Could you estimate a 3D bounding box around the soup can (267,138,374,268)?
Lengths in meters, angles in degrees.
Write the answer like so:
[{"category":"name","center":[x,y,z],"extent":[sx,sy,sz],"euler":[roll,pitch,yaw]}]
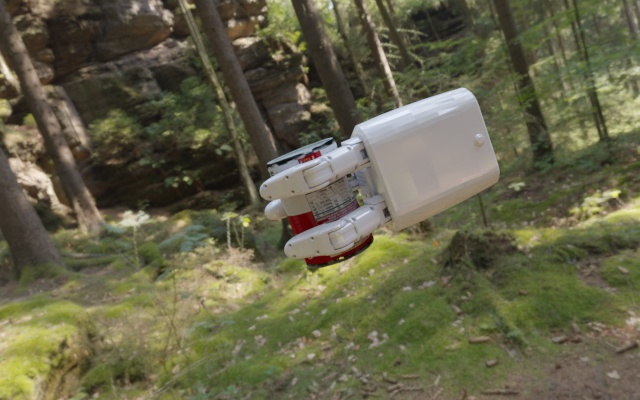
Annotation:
[{"category":"soup can","center":[-0.001,0.001,0.438],"extent":[0.068,0.102,0.068],"euler":[-21,10,4]}]
